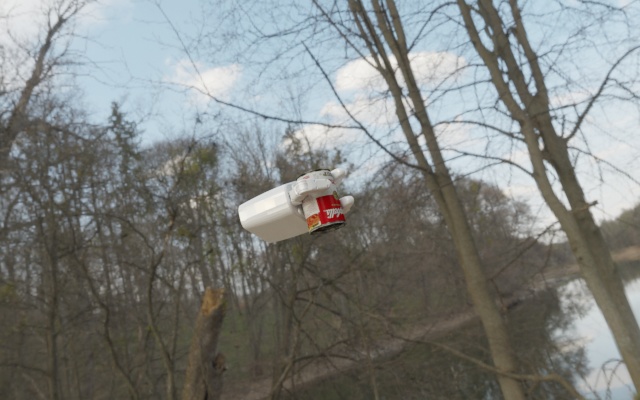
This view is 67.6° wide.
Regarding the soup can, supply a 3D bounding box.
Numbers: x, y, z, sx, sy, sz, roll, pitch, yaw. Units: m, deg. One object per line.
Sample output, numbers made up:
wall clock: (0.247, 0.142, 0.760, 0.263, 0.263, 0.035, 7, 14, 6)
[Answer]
soup can: (0.000, 0.002, 0.847, 0.068, 0.102, 0.068, -15, -15, -4)
